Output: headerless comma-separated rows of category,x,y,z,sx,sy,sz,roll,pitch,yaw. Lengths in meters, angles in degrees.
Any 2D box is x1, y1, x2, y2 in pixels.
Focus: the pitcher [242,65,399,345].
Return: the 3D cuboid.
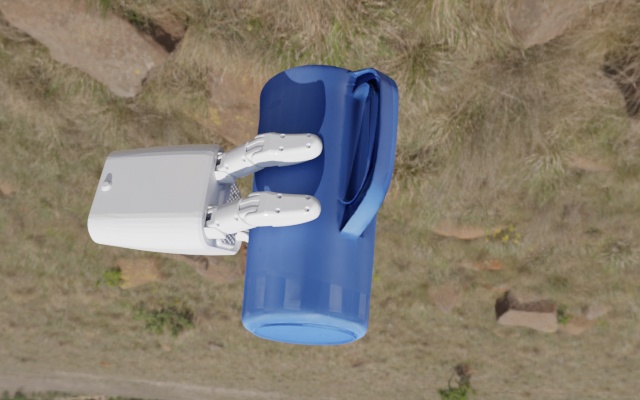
pitcher,0.000,0.001,0.445,0.145,0.242,0.149,0,-26,9
